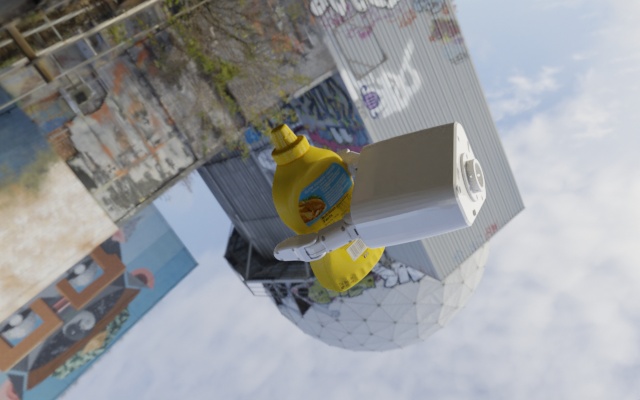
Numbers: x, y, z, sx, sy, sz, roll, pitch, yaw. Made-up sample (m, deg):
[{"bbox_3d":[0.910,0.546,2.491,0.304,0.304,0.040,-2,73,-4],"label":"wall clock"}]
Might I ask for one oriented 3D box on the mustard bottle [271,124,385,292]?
[{"bbox_3d":[0.000,0.002,0.529,0.096,0.192,0.058,-43,27,-28],"label":"mustard bottle"}]
